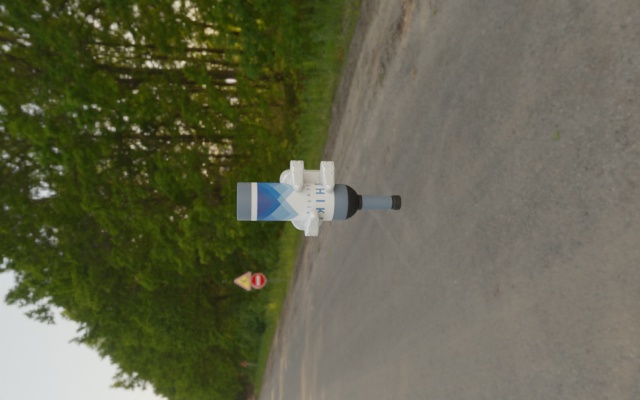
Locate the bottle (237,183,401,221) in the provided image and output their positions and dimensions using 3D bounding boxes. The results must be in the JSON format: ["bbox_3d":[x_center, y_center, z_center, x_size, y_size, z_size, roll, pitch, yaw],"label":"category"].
[{"bbox_3d":[0.000,0.003,0.857,0.296,0.069,0.069,0,0,-9],"label":"bottle"}]
